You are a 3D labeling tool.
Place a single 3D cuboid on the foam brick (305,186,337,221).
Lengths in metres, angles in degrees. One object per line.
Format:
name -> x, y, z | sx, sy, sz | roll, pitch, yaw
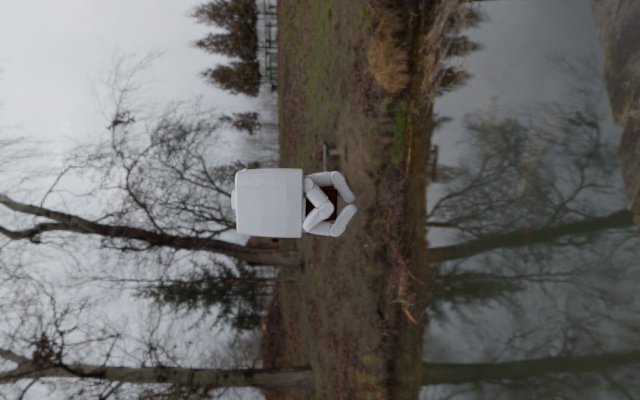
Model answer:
foam brick -> 0.000, 0.003, 0.811 | 0.051, 0.053, 0.078 | 1, 6, -2
